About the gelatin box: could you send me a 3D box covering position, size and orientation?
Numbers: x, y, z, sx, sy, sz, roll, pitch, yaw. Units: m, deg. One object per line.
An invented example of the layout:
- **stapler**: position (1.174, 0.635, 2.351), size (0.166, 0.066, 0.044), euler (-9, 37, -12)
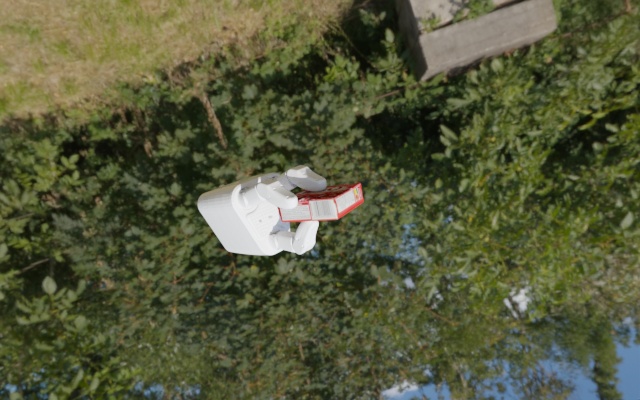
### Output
- **gelatin box**: position (0.000, 0.002, 0.619), size (0.089, 0.030, 0.073), euler (-4, 14, 33)
